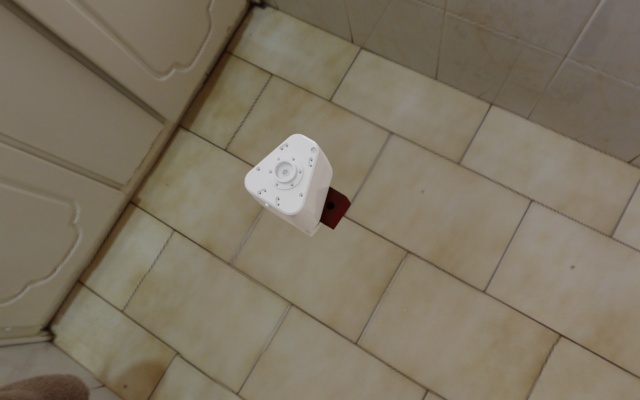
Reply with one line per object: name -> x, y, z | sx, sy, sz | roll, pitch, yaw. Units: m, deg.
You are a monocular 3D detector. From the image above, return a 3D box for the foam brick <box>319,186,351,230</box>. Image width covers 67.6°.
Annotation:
foam brick -> 0.000, 0.003, 0.754 | 0.078, 0.053, 0.051 | 31, -6, 14
